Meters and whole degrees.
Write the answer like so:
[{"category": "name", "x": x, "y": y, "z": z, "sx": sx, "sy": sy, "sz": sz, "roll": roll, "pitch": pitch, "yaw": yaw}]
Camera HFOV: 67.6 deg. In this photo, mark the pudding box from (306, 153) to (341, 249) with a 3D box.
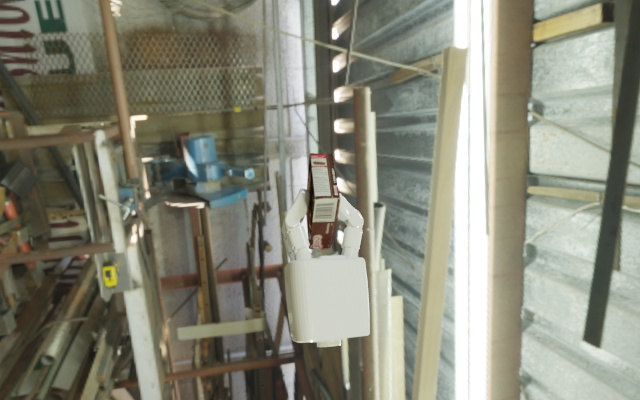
[{"category": "pudding box", "x": 0.000, "y": 0.002, "z": 0.686, "sx": 0.039, "sy": 0.090, "sz": 0.114, "roll": 0, "pitch": -42, "yaw": -9}]
